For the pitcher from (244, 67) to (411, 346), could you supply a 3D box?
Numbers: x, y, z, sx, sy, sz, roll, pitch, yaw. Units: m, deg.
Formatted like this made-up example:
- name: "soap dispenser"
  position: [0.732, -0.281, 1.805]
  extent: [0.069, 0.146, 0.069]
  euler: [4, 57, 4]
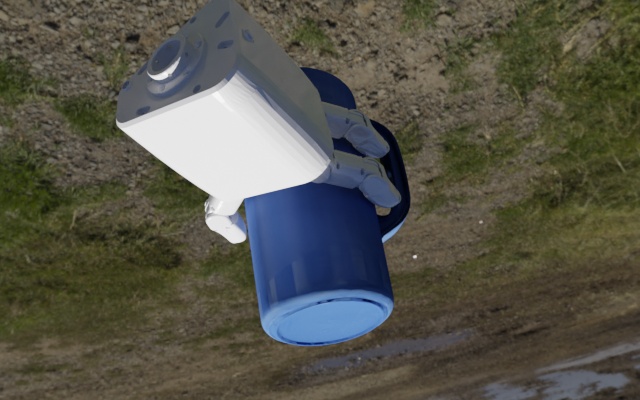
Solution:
- name: "pitcher"
  position: [0.000, 0.001, 0.449]
  extent: [0.149, 0.242, 0.145]
  euler: [-26, -38, 20]
